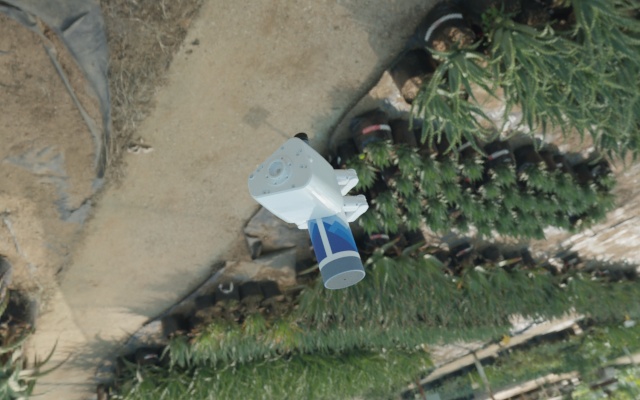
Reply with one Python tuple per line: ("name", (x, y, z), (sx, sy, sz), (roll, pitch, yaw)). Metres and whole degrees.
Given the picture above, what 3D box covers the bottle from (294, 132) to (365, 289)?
("bottle", (0.000, 0.003, 0.818), (0.069, 0.295, 0.069), (-13, -30, -8))
